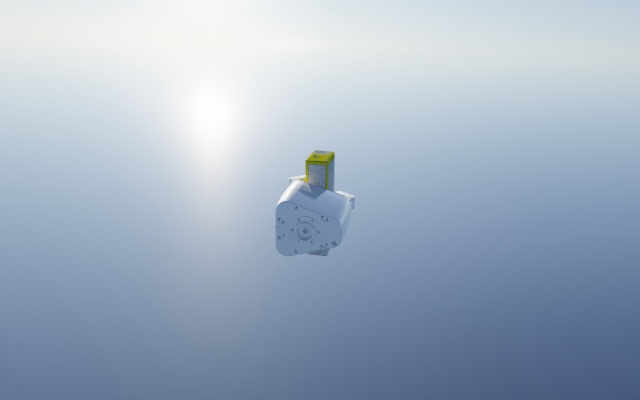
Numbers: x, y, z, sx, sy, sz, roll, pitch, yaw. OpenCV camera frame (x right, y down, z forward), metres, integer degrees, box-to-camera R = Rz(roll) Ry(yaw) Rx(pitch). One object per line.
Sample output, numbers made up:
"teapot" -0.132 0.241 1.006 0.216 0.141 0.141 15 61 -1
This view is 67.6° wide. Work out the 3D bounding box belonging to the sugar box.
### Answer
"sugar box" 0.000 0.003 0.875 0.048 0.176 0.093 5 18 9
